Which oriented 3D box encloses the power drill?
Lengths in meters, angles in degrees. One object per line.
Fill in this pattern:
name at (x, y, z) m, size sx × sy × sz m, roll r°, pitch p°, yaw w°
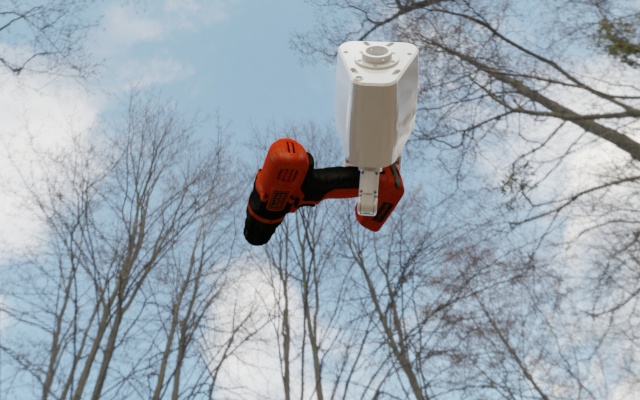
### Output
power drill at (0.001, 0.002, 0.625) m, size 0.187 × 0.057 × 0.184 m, roll 2°, pitch -38°, yaw -22°
